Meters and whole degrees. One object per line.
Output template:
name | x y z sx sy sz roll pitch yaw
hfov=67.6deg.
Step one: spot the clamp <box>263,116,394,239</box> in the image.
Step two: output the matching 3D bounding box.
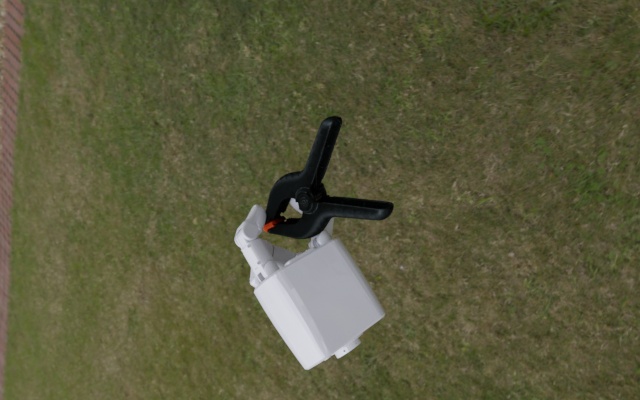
clamp | 0.000 0.002 0.536 0.039 0.120 0.171 -20 -19 -48
